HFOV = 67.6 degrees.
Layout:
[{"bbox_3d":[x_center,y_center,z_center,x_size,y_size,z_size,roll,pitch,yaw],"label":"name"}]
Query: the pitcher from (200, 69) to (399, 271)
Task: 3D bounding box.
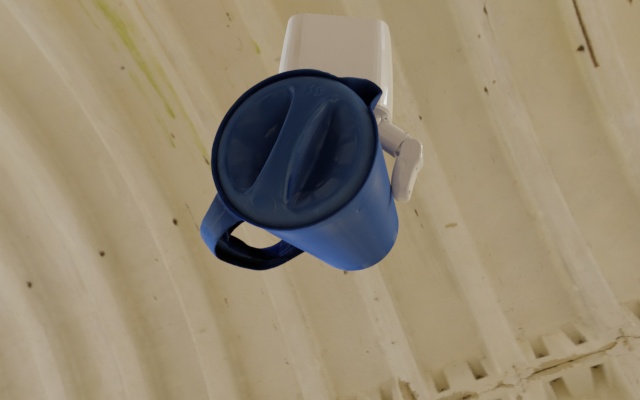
[{"bbox_3d":[0.000,0.001,0.461,0.149,0.145,0.243,-1,-19,16],"label":"pitcher"}]
